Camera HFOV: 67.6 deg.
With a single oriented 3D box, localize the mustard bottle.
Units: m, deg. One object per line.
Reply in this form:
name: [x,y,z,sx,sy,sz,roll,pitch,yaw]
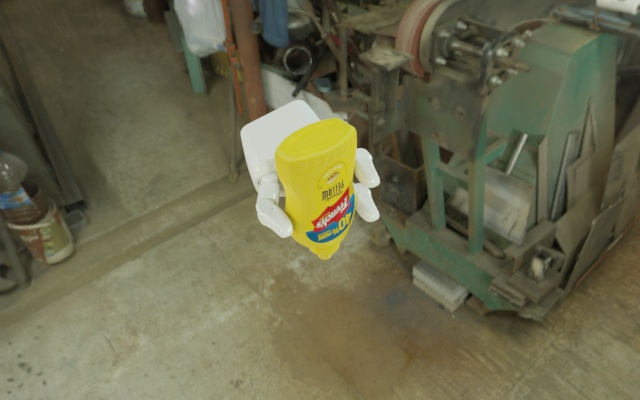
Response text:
mustard bottle: [0.000,0.002,0.578,0.096,0.192,0.058,-32,49,-28]
